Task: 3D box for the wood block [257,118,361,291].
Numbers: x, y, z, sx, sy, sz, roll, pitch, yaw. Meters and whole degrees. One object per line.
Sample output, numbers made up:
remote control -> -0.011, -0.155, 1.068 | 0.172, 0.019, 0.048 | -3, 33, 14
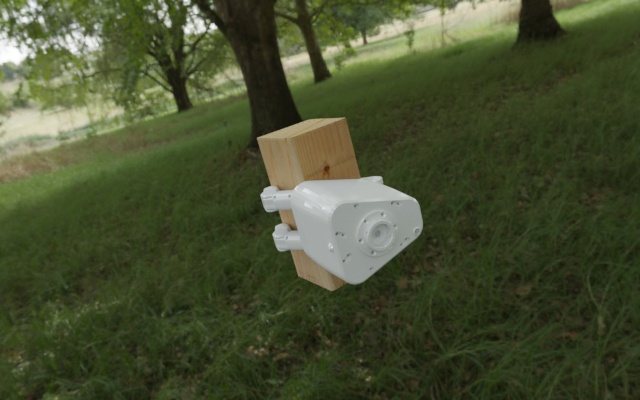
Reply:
wood block -> 0.001, 0.002, 0.641 | 0.091, 0.206, 0.090 | -25, 20, -30
